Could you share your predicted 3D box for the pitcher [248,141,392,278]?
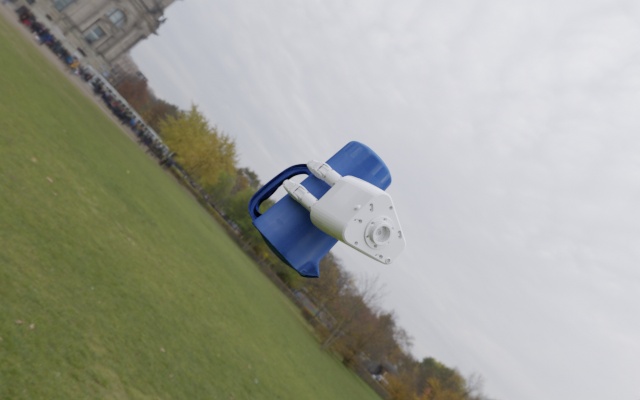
[{"bbox_3d":[0.000,0.003,0.847,0.243,0.149,0.145,-44,25,-9],"label":"pitcher"}]
